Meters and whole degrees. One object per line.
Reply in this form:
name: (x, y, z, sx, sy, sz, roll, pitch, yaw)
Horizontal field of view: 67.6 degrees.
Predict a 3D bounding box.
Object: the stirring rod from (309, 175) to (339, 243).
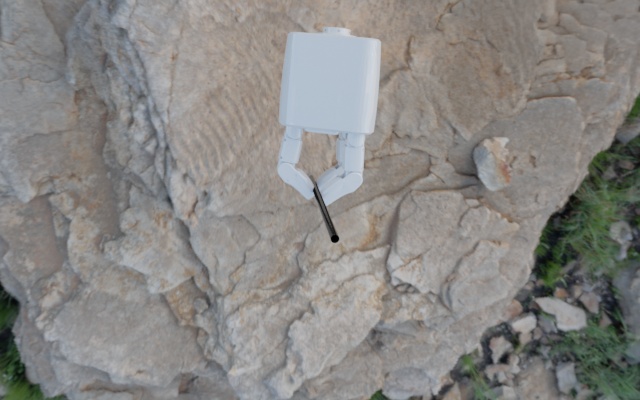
stirring rod: (0.000, 0.002, 0.544, 0.011, 0.011, 0.239, 0, 16, -6)
